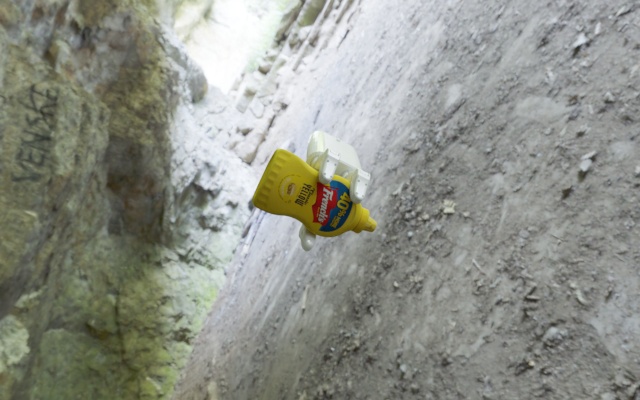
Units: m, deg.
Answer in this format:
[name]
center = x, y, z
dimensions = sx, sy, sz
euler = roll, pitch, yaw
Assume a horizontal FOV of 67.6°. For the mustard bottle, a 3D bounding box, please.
[mustard bottle]
center = 0.000, 0.002, 0.727
dimensions = 0.191, 0.096, 0.058
euler = 25, 1, -14
